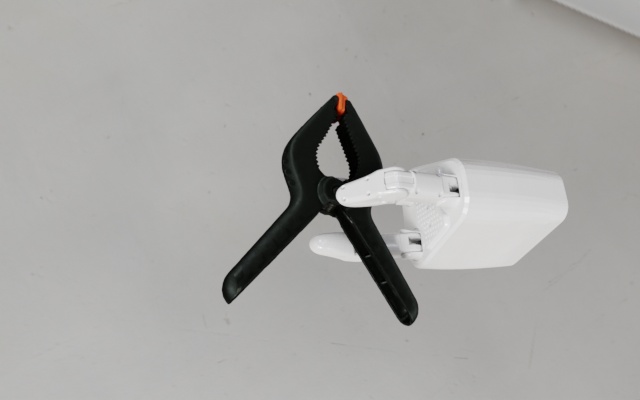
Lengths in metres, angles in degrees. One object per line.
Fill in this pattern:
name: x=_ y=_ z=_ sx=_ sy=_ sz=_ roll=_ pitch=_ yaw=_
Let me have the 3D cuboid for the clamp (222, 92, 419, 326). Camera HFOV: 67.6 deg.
clamp: x=0.001 y=0.001 z=0.412 sx=0.164 sy=0.210 sz=0.036 roll=4 pitch=-21 yaw=-19
